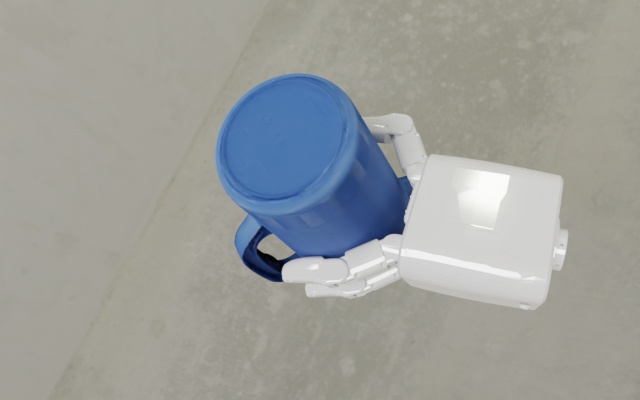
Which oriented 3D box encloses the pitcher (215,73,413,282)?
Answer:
[{"bbox_3d":[0.000,0.001,0.430,0.145,0.149,0.243,10,-15,21],"label":"pitcher"}]
